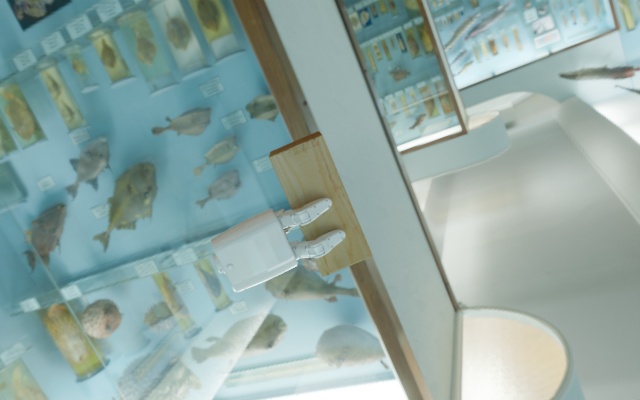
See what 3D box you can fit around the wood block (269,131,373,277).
[{"bbox_3d":[0.000,0.003,0.768,0.090,0.206,0.091,-23,13,1],"label":"wood block"}]
